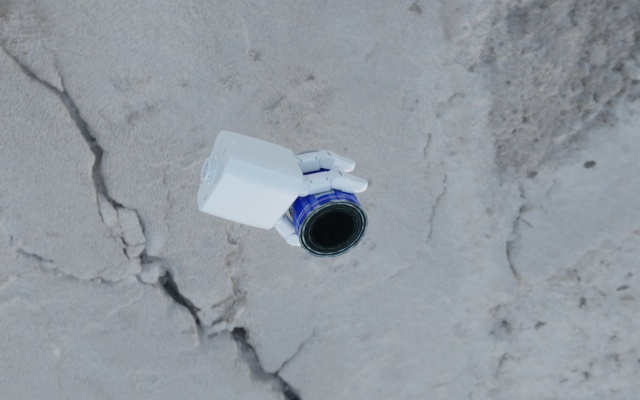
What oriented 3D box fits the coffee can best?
[{"bbox_3d":[0.000,0.002,0.720,0.103,0.103,0.140,0,35,-19],"label":"coffee can"}]
